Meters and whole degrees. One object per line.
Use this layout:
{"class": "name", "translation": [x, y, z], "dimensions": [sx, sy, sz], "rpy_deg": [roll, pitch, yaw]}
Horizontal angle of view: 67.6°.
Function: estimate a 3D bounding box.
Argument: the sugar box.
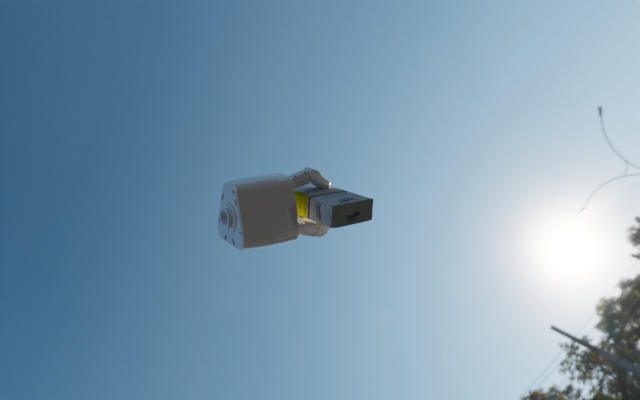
{"class": "sugar box", "translation": [0.000, 0.003, 0.852], "dimensions": [0.093, 0.048, 0.176], "rpy_deg": [-10, 21, -37]}
